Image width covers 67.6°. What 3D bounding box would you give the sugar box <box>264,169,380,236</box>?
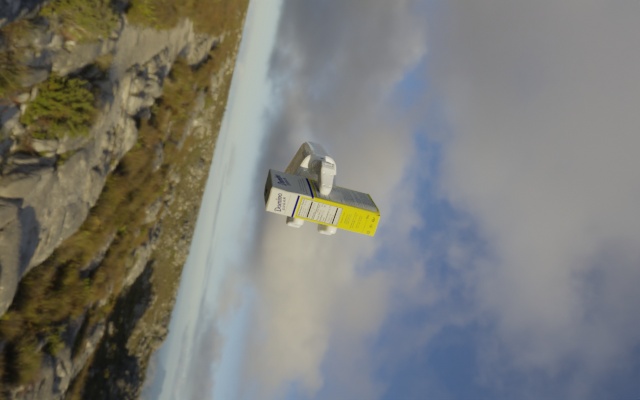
[{"bbox_3d":[0.000,0.003,0.758,0.176,0.048,0.093,12,19,-12],"label":"sugar box"}]
